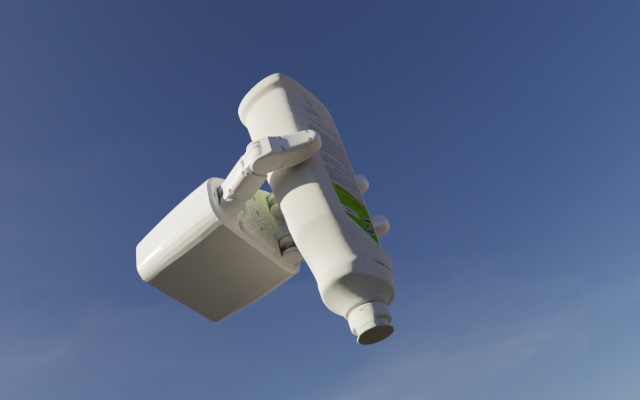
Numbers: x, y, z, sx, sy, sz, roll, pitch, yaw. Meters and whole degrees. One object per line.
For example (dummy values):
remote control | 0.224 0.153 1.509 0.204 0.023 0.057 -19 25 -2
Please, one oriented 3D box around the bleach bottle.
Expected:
bleach bottle | 0.000 0.001 0.412 0.068 0.250 0.102 -38 -42 21
